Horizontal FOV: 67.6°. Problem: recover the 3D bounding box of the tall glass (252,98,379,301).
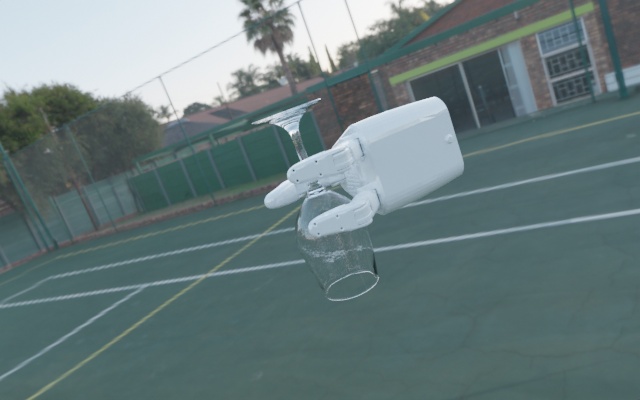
[{"bbox_3d":[0.000,0.001,0.499,0.079,0.201,0.079,-19,11,4],"label":"tall glass"}]
